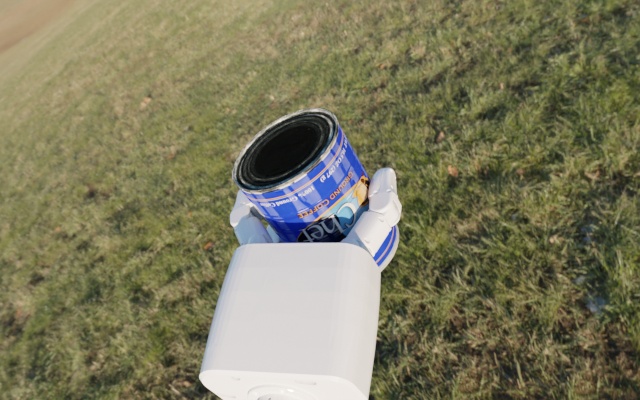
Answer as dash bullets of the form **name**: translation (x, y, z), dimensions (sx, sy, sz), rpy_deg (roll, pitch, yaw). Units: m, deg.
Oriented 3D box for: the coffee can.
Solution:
- **coffee can**: translation (0.000, 0.001, 0.443), dimensions (0.103, 0.102, 0.140), rpy_deg (0, -42, 37)
